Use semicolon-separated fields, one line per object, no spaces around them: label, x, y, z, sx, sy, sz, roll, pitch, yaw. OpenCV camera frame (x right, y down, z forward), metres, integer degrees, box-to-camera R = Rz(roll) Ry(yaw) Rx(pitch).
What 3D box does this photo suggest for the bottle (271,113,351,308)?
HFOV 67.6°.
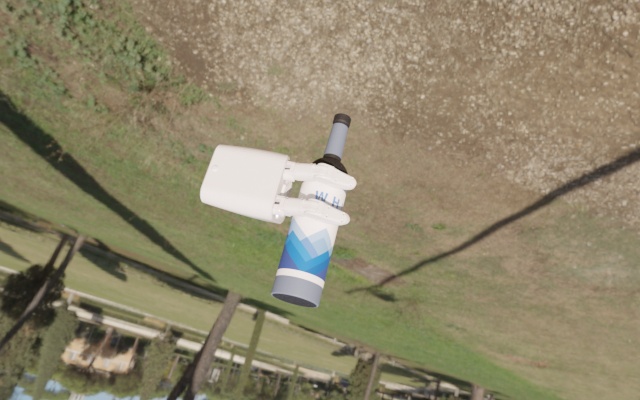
bottle;0.000;0.003;0.694;0.069;0.295;0.069;13;-22;5
